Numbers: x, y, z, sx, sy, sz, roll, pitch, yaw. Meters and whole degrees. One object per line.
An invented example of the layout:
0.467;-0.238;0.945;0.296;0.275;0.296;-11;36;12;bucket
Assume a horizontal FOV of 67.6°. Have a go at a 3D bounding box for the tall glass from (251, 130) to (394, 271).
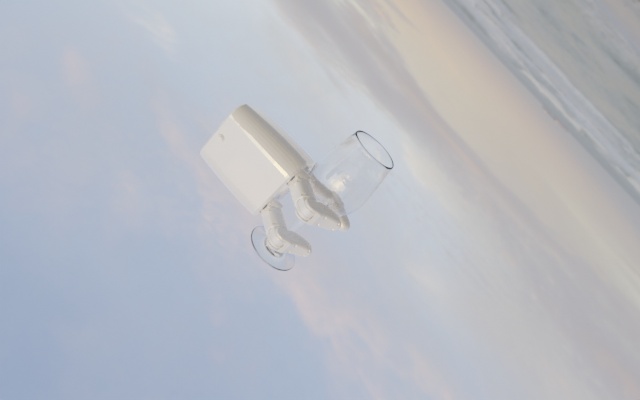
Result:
0.000;0.003;0.605;0.201;0.079;0.079;-44;-22;25;tall glass
